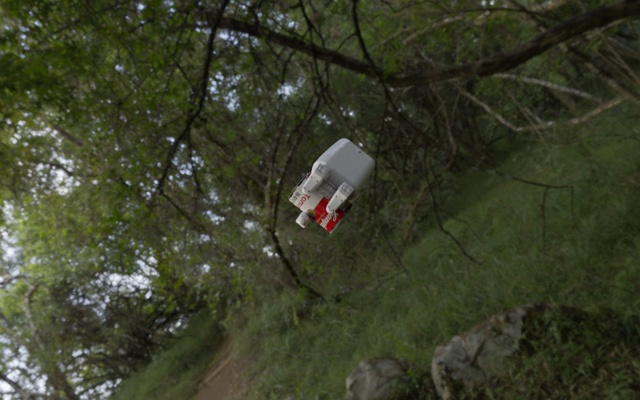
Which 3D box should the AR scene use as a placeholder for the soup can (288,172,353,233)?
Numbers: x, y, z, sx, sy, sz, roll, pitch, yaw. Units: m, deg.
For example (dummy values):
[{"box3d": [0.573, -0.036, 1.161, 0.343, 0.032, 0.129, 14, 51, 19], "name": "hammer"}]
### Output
[{"box3d": [0.000, 0.003, 0.881, 0.102, 0.068, 0.068, 38, 1, 1], "name": "soup can"}]
